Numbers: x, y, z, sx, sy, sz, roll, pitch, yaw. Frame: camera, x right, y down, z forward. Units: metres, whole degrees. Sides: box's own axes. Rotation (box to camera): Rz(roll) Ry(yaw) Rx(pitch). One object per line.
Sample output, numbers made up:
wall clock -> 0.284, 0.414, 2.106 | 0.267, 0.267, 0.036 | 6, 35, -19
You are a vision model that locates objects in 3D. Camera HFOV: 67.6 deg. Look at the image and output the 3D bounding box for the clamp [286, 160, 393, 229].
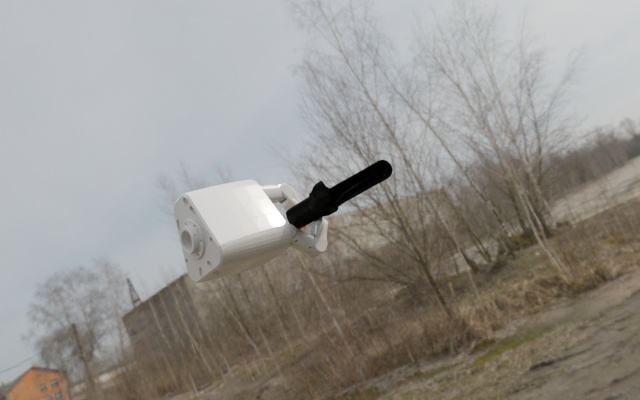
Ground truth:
clamp -> 0.000, 0.001, 0.605 | 0.120, 0.039, 0.171 | -11, -18, -44
